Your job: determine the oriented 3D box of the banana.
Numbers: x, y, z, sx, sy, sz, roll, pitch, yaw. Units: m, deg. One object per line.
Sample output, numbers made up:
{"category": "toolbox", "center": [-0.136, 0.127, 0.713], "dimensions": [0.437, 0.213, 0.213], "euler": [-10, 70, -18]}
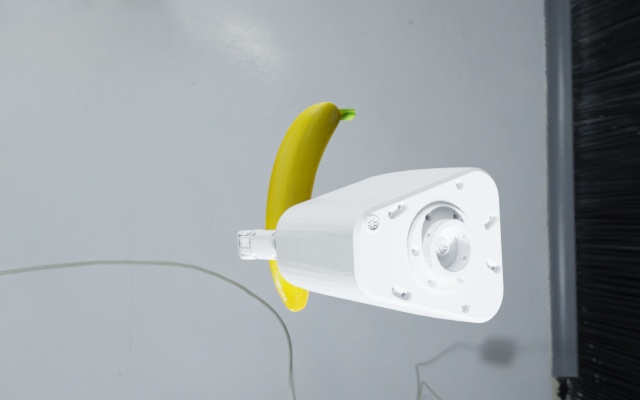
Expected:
{"category": "banana", "center": [-0.014, -0.009, 0.407], "dimensions": [0.070, 0.197, 0.037], "euler": [26, -19, -30]}
